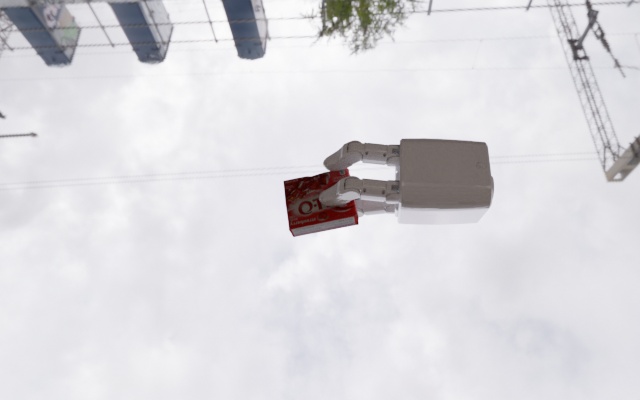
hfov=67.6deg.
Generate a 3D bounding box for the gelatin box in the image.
[{"bbox_3d":[0.000,0.002,0.618,0.089,0.073,0.030,-11,-29,4],"label":"gelatin box"}]
